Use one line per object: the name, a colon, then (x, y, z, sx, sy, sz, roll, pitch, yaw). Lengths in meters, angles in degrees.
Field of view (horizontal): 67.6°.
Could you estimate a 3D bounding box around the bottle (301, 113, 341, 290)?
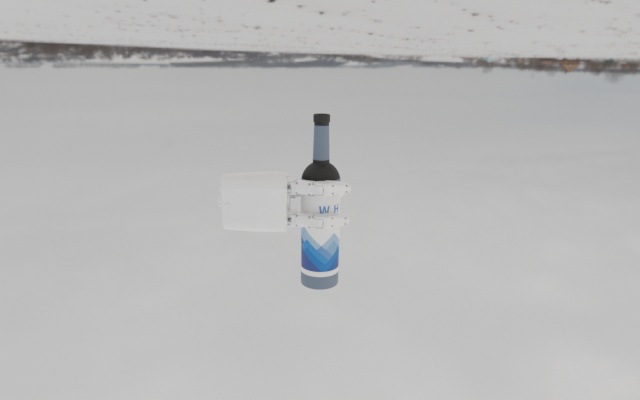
bottle: (0.000, 0.003, 0.808, 0.069, 0.296, 0.069, 1, 16, 0)
